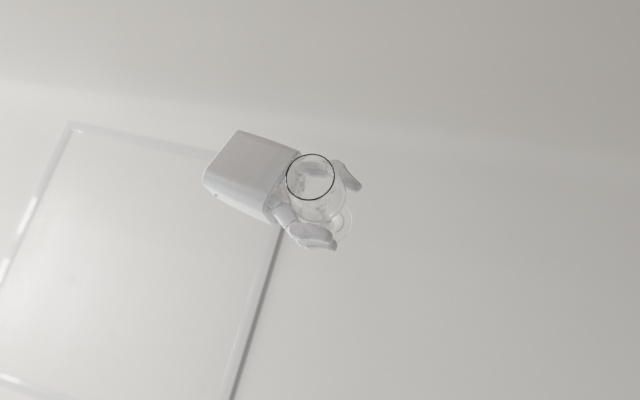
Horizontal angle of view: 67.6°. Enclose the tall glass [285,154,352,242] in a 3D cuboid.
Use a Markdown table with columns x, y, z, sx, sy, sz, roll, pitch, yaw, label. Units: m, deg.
| x | y | z | sx | sy | sz | roll | pitch | yaw | label |
| --- | --- | --- | --- | --- | --- | --- | --- | --- | --- |
| 0.000 | 0.002 | 0.673 | 0.079 | 0.079 | 0.201 | 0 | -18 | 8 | tall glass |
